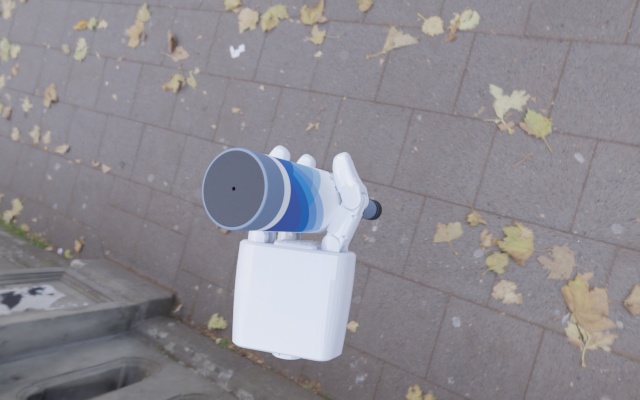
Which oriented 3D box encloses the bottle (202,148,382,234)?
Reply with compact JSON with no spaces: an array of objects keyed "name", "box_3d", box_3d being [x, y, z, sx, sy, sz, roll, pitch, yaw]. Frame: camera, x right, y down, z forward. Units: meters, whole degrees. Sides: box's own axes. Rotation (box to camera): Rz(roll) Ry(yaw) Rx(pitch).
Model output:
[{"name":"bottle","box_3d":[0.000,0.002,0.509,0.069,0.069,0.296,0,-4,28]}]
